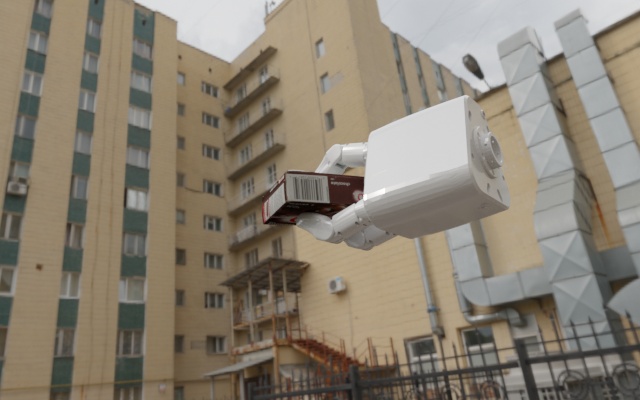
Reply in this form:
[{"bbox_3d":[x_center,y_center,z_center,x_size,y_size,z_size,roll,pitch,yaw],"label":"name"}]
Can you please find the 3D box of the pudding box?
[{"bbox_3d":[0.000,0.002,0.536,0.113,0.039,0.090,5,-20,-22],"label":"pudding box"}]
